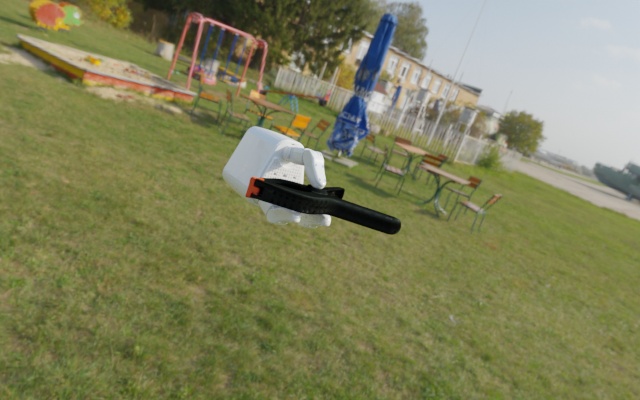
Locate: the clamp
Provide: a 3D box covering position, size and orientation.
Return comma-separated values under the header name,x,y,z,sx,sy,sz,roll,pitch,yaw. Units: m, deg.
name,x,y,z,sx,sy,sz,roll,pitch,yaw
clamp,0.000,0.001,0.662,0.210,0.036,0.164,9,12,-39
